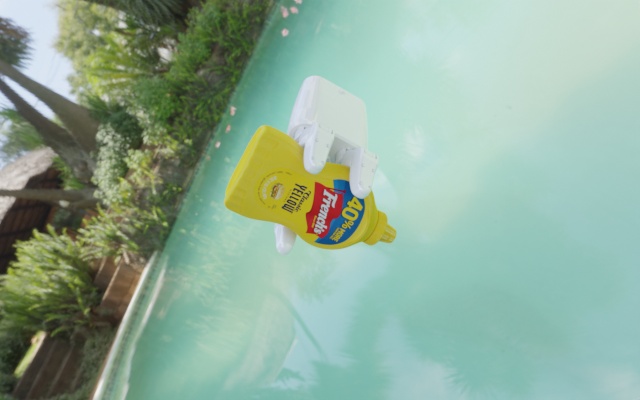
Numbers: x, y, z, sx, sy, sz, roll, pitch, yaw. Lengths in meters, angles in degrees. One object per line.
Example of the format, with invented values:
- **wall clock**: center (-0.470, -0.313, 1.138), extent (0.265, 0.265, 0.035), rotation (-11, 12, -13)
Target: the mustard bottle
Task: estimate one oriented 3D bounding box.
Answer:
- **mustard bottle**: center (0.000, 0.002, 0.520), extent (0.192, 0.096, 0.058), rotation (25, 18, -17)
